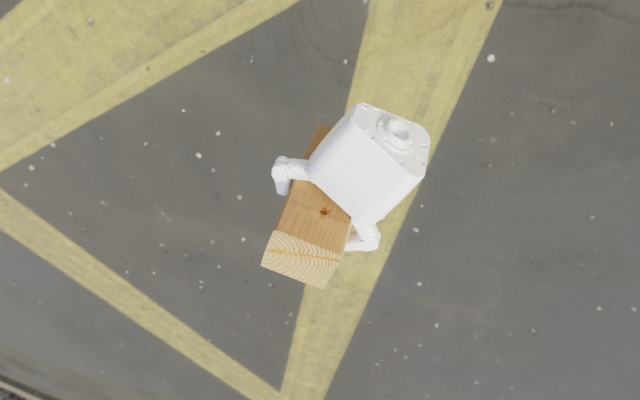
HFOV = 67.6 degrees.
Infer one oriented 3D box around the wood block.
[{"bbox_3d":[0.000,0.002,0.658,0.091,0.206,0.090,22,-41,-2],"label":"wood block"}]
